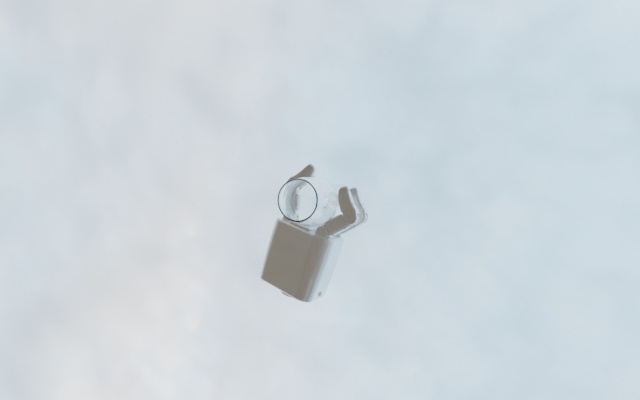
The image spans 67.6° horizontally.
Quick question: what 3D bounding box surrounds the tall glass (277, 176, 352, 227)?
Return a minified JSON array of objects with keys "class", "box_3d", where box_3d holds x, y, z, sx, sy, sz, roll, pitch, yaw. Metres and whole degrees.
[{"class":"tall glass","box_3d":[0.000,0.002,0.767,0.079,0.079,0.201,0,-2,19]}]
